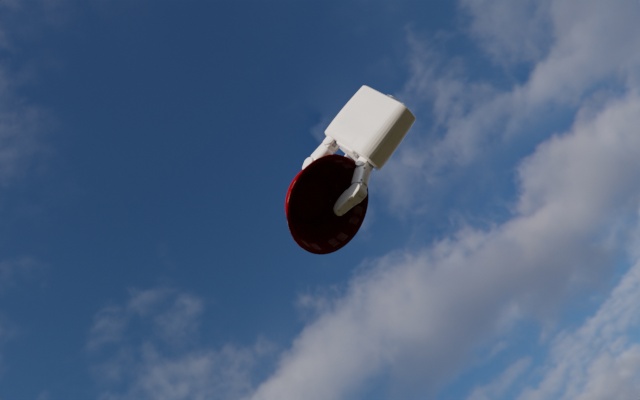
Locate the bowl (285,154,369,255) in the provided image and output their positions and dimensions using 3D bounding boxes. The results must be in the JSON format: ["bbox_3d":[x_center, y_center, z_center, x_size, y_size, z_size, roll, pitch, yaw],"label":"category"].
[{"bbox_3d":[-0.001,0.003,0.769,0.162,0.162,0.055,0,12,-38],"label":"bowl"}]
